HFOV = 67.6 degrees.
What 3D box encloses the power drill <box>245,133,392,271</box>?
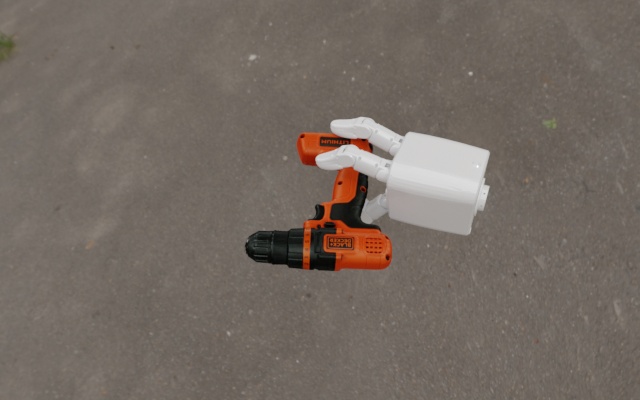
[{"bbox_3d":[0.000,0.002,0.631,0.184,0.187,0.057,4,-26,-2],"label":"power drill"}]
